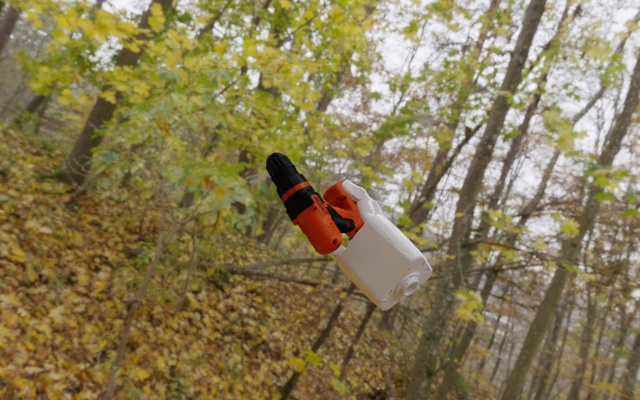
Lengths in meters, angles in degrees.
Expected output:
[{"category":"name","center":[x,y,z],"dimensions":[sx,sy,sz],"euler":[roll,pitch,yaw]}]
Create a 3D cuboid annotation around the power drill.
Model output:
[{"category":"power drill","center":[0.001,0.003,0.800],"dimensions":[0.057,0.184,0.187],"euler":[-38,-17,23]}]
